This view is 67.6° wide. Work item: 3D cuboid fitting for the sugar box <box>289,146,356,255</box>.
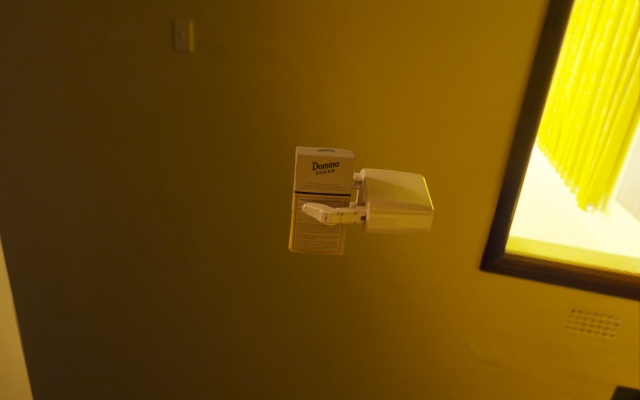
[{"bbox_3d":[0.000,0.002,0.776,0.093,0.176,0.048,4,24,-5],"label":"sugar box"}]
